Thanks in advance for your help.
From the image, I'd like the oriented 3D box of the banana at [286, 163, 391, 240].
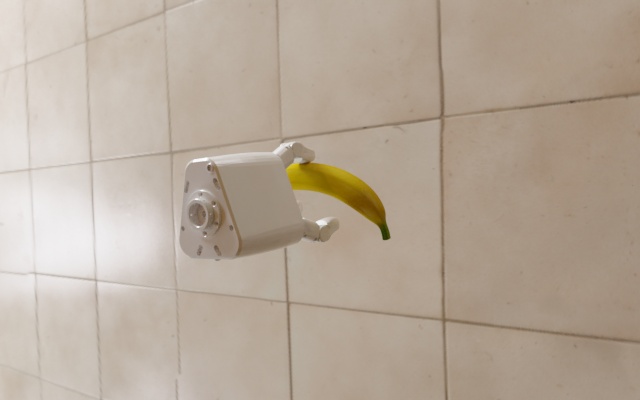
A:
[{"bbox_3d":[0.007,-0.014,0.624,0.197,0.070,0.037,25,23,27],"label":"banana"}]
